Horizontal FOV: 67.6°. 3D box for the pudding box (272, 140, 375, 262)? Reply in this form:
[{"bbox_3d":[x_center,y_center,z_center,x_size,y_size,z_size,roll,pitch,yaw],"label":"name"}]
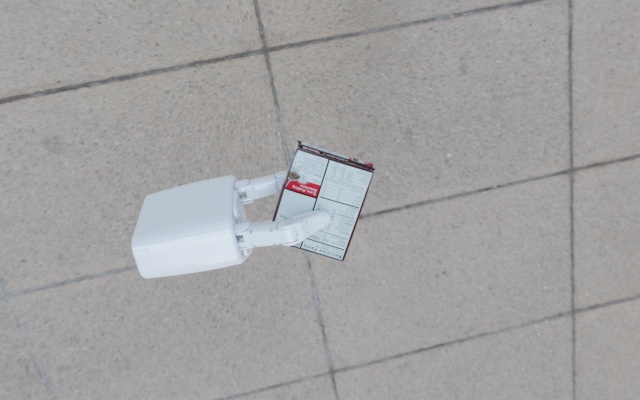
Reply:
[{"bbox_3d":[0.000,0.002,0.525,0.090,0.113,0.039,17,17,-6],"label":"pudding box"}]
